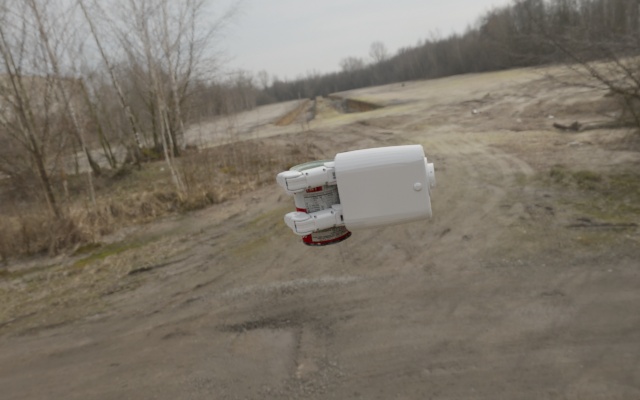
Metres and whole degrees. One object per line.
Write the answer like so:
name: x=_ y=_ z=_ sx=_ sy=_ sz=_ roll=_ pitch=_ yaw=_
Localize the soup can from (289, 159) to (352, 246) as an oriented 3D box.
soup can: x=0.000 y=0.002 z=0.637 sx=0.068 sy=0.102 sz=0.068 roll=-10 pitch=13 yaw=2
